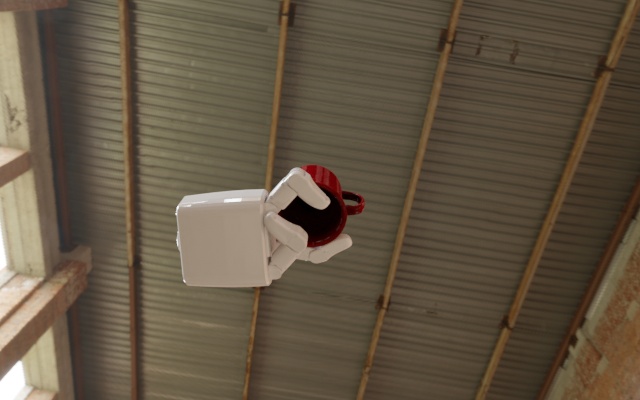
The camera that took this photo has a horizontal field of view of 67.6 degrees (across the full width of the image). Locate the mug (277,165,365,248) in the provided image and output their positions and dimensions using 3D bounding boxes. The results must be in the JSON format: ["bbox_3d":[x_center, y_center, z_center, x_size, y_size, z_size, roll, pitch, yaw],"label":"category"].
[{"bbox_3d":[0.002,0.002,0.636,0.117,0.093,0.081,-2,24,3],"label":"mug"}]
